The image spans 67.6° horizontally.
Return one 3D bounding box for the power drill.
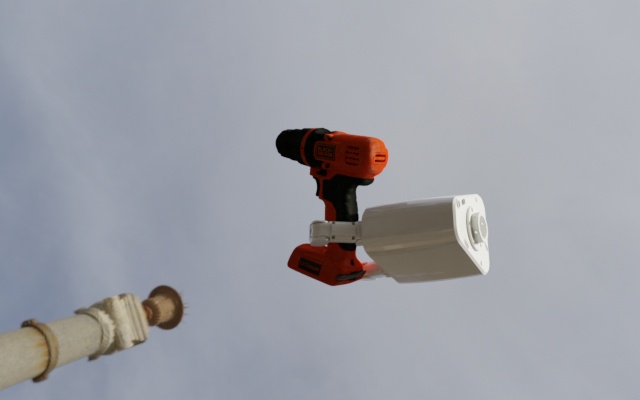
[{"bbox_3d":[0.000,0.002,0.610,0.057,0.188,0.184,-6,15,-40],"label":"power drill"}]
